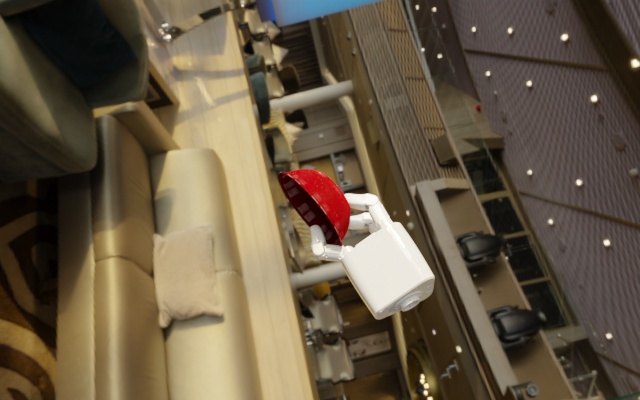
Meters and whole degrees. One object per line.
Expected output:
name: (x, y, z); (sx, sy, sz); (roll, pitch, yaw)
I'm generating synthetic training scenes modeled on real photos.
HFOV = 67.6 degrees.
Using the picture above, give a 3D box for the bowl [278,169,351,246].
bowl: (0.000, 0.001, 0.800); (0.055, 0.162, 0.162); (-39, 12, -15)
